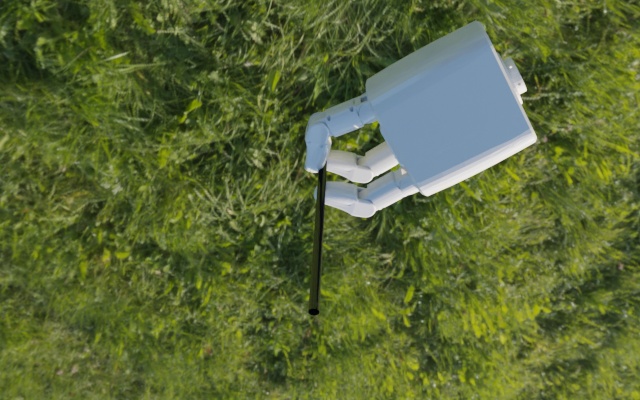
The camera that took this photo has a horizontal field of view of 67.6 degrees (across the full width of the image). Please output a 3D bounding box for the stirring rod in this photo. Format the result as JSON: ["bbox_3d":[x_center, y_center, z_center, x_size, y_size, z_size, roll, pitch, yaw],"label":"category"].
[{"bbox_3d":[0.000,0.001,0.428,0.011,0.011,0.239,0,40,3],"label":"stirring rod"}]
